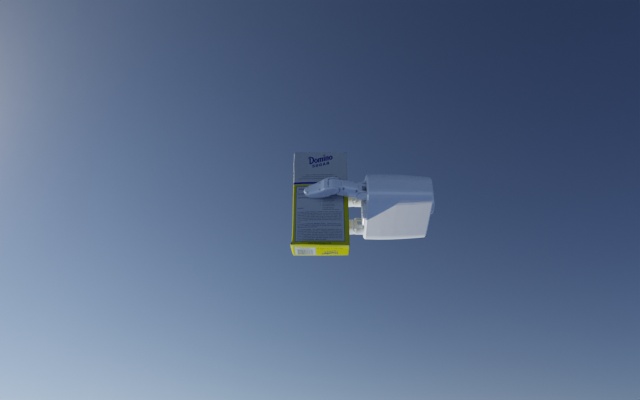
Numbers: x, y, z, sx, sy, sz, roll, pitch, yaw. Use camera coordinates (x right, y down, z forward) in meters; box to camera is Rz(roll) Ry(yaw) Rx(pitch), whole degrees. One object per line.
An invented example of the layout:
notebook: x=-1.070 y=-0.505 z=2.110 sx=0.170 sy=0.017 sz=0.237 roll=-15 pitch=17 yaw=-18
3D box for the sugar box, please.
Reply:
sugar box: x=0.000 y=0.003 z=0.792 sx=0.093 sy=0.176 sz=0.048 roll=0 pitch=-31 yaw=1
